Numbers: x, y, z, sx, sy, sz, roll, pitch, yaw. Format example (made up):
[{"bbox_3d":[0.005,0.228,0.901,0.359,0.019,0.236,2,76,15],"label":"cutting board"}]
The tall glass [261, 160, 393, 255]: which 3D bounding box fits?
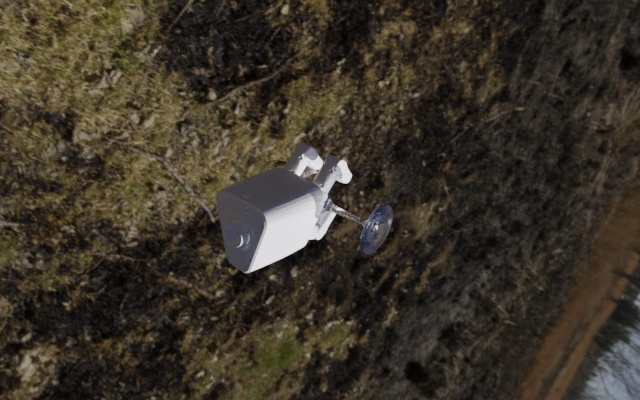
[{"bbox_3d":[0.001,0.003,0.690,0.201,0.079,0.079,26,15,32],"label":"tall glass"}]
